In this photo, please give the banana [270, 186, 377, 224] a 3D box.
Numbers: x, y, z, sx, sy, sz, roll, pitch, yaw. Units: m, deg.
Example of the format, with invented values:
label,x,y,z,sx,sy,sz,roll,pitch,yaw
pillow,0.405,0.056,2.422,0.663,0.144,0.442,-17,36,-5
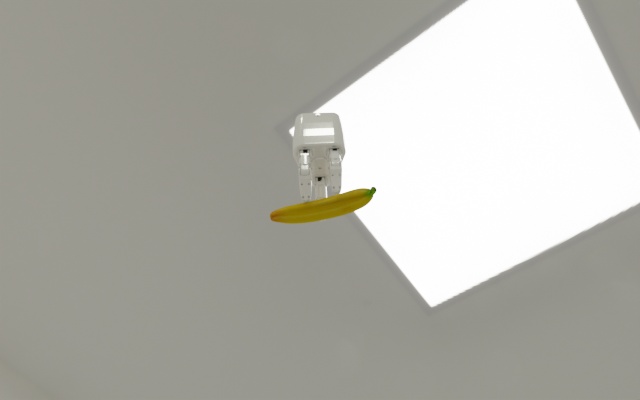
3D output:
label,x,y,z,sx,sy,sz,roll,pitch,yaw
banana,0.011,0.008,0.835,0.198,0.037,0.070,-17,-26,18
